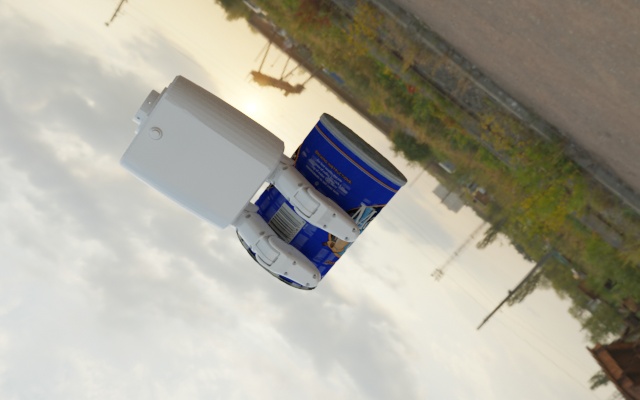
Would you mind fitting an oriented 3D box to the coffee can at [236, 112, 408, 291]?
[{"bbox_3d":[0.000,0.001,0.465,0.103,0.140,0.102,37,13,-10],"label":"coffee can"}]
